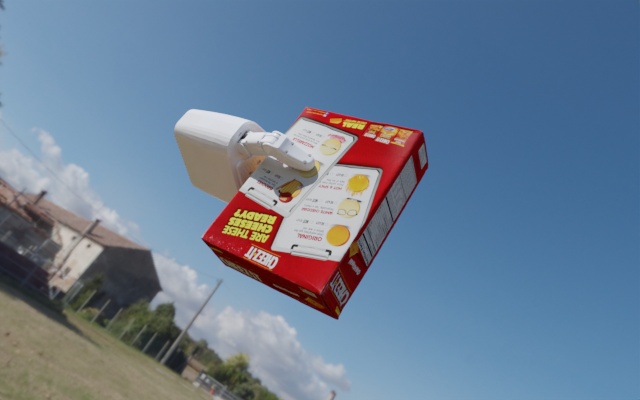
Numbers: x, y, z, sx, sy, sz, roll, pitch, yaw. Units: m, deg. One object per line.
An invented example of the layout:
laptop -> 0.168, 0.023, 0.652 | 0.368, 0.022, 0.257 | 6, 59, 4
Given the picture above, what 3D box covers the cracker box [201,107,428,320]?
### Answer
cracker box -> 0.000, 0.002, 0.535 | 0.164, 0.213, 0.072 | 19, -28, 32
